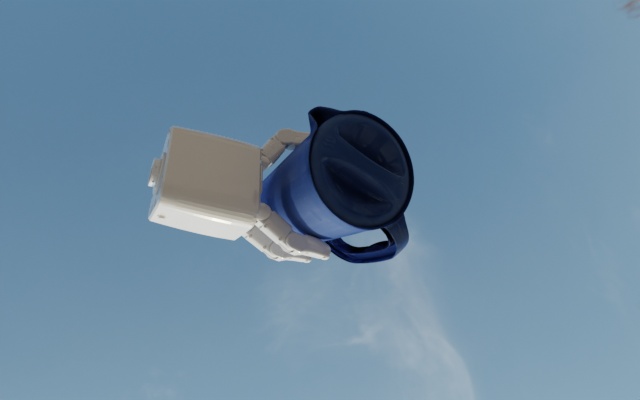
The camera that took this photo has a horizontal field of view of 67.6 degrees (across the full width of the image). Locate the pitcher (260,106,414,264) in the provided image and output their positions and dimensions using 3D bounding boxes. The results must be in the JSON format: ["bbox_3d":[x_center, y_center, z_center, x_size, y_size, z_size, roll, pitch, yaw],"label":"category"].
[{"bbox_3d":[0.000,0.002,0.603,0.145,0.149,0.243,13,-20,-24],"label":"pitcher"}]
